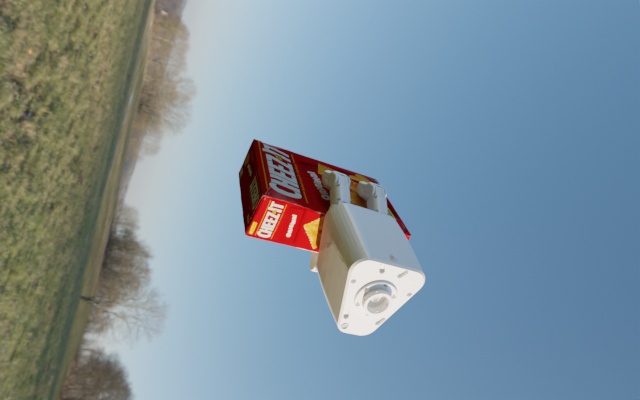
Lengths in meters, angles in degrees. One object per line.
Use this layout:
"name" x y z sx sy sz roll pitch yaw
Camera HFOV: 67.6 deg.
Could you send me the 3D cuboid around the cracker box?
"cracker box" 0.000 0.002 0.673 0.214 0.072 0.164 17 26 -22
